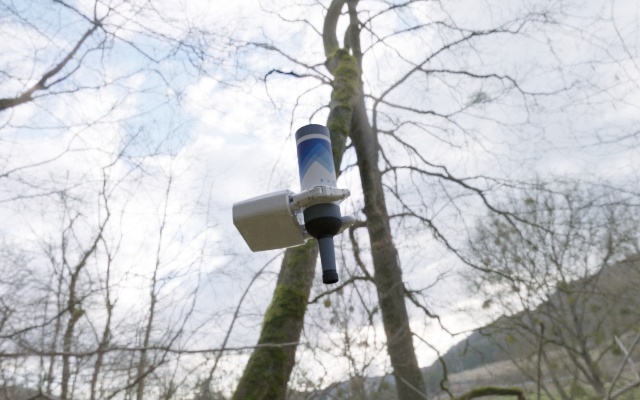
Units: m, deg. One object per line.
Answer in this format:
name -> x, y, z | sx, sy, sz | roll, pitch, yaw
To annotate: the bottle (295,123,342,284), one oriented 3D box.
bottle -> 0.000, 0.003, 0.847 | 0.069, 0.295, 0.069 | -6, -26, -3
